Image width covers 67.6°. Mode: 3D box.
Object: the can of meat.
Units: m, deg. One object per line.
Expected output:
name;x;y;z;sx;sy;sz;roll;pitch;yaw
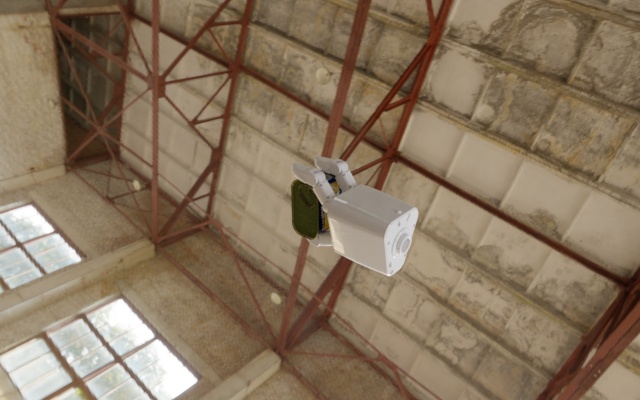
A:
can of meat;0.000;0.003;0.805;0.057;0.102;0.084;20;32;37
